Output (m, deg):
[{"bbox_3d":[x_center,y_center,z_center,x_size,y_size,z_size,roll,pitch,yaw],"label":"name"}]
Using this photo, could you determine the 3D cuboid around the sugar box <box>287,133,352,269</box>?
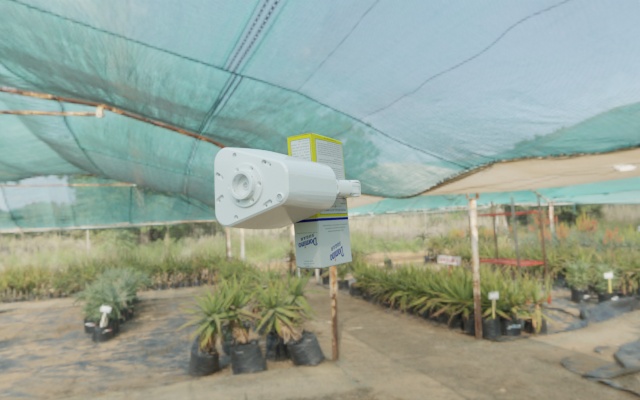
[{"bbox_3d":[0.000,0.002,0.658,0.048,0.176,0.093,-3,-3,30],"label":"sugar box"}]
